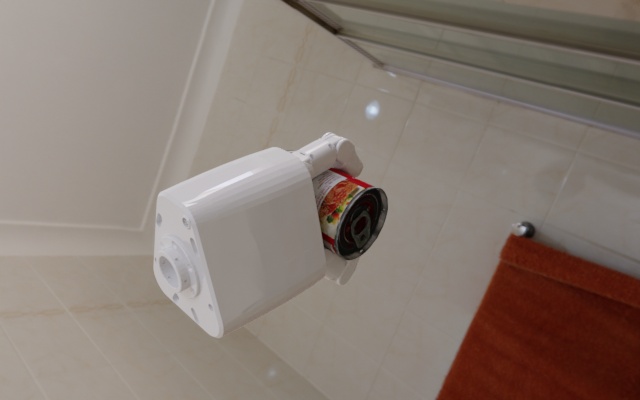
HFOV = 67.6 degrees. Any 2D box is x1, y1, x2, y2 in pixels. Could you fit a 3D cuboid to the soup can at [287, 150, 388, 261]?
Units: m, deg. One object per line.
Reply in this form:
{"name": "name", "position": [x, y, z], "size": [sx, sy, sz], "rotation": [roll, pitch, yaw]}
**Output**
{"name": "soup can", "position": [0.000, 0.001, 0.433], "size": [0.102, 0.068, 0.068], "rotation": [28, 17, 35]}
